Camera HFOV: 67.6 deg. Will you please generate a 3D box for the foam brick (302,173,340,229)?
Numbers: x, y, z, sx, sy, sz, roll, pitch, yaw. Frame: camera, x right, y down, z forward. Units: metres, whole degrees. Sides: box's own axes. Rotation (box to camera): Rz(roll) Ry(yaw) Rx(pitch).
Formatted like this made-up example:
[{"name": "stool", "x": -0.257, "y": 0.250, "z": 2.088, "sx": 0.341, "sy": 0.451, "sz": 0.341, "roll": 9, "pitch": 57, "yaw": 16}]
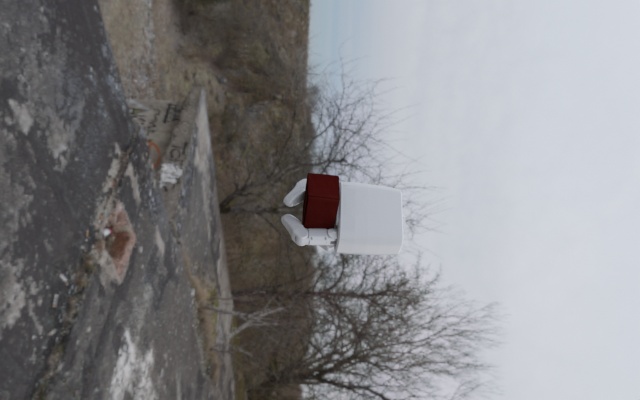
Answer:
[{"name": "foam brick", "x": 0.000, "y": 0.002, "z": 0.755, "sx": 0.051, "sy": 0.053, "sz": 0.078, "roll": 5, "pitch": -43, "yaw": -4}]
